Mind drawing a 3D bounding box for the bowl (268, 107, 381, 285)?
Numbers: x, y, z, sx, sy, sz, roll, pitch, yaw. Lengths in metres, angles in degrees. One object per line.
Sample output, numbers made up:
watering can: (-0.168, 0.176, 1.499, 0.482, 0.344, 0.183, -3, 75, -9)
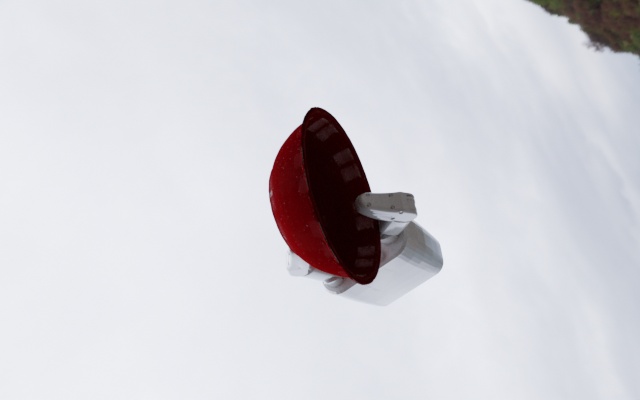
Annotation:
bowl: (-0.001, 0.001, 0.430, 0.055, 0.162, 0.162, -17, -6, 21)
